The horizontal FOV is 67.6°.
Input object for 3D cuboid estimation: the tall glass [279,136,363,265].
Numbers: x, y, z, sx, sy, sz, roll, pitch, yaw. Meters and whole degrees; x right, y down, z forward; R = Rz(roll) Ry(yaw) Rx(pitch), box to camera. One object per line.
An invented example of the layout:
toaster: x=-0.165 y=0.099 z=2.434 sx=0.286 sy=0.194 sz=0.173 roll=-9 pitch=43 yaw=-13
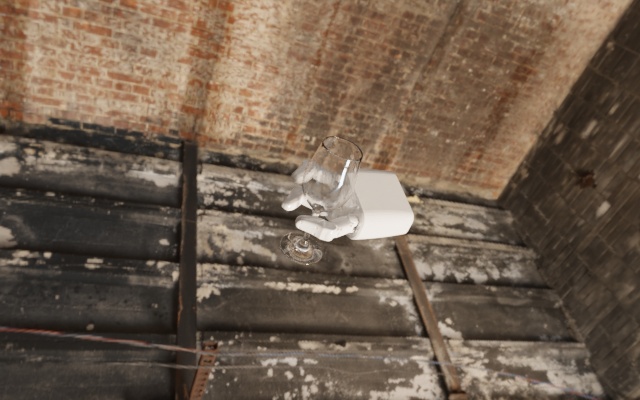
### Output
tall glass: x=0.000 y=0.003 z=0.730 sx=0.079 sy=0.201 sz=0.079 roll=15 pitch=34 yaw=-11
